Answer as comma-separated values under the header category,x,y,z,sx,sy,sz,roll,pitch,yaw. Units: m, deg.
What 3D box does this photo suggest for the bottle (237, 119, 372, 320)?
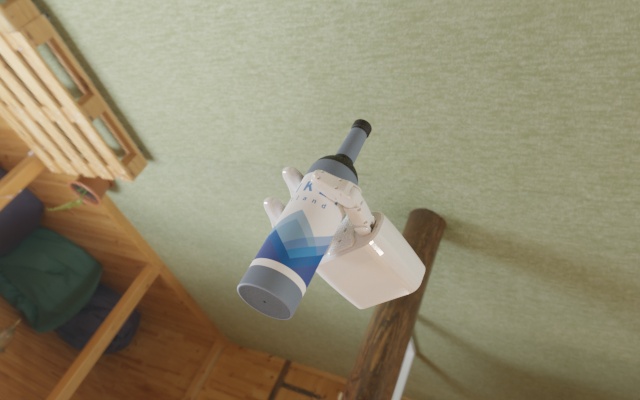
category,x,y,z,sx,sy,sz,roll,pitch,yaw
bottle,0.000,0.002,0.586,0.069,0.295,0.069,19,-36,14
